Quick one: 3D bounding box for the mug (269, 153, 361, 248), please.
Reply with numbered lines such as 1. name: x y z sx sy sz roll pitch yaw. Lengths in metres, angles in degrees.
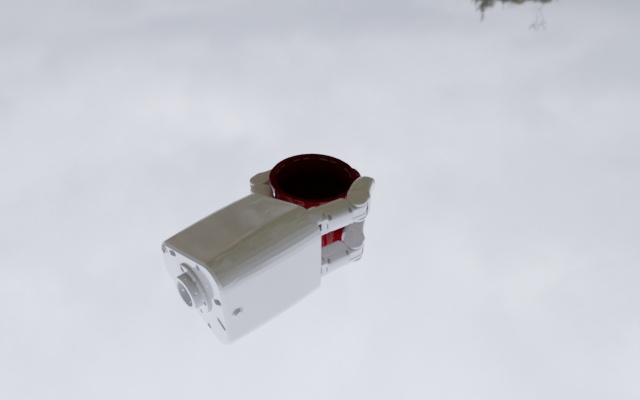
1. mug: 0.001 0.001 0.534 0.117 0.082 0.093 -27 46 -34
